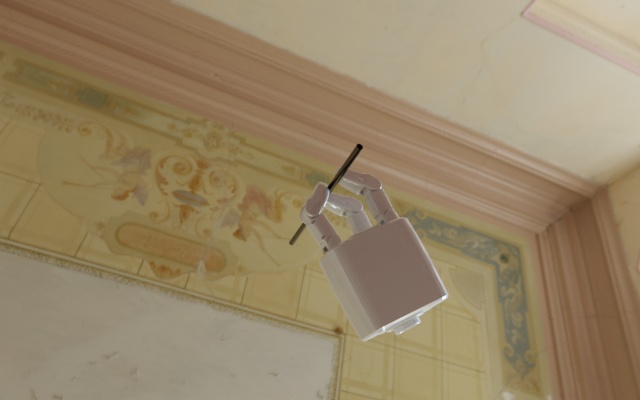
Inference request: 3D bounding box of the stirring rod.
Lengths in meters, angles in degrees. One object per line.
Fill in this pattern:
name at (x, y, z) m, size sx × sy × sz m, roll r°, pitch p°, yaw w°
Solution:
stirring rod at (0.000, 0.002, 0.624) m, size 0.011 × 0.011 × 0.240 m, roll 0°, pitch -31°, yaw -25°
